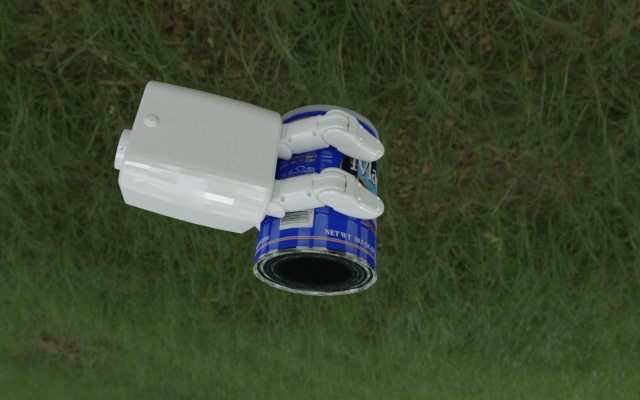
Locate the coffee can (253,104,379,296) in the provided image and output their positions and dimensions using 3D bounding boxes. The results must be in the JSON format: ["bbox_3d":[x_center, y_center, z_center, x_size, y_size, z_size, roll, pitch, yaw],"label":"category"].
[{"bbox_3d":[0.000,0.001,0.427,0.103,0.140,0.103,3,-29,2],"label":"coffee can"}]
